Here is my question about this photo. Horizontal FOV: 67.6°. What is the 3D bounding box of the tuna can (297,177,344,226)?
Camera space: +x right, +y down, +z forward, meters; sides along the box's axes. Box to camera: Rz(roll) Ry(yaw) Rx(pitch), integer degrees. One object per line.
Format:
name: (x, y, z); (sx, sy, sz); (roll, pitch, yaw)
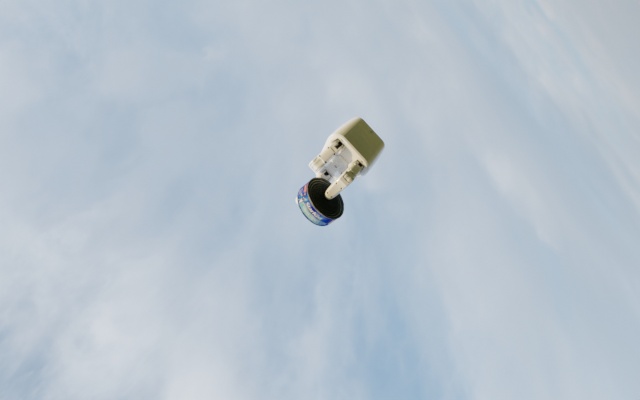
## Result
tuna can: (0.000, 0.003, 0.862); (0.086, 0.086, 0.034); (0, -29, -46)
